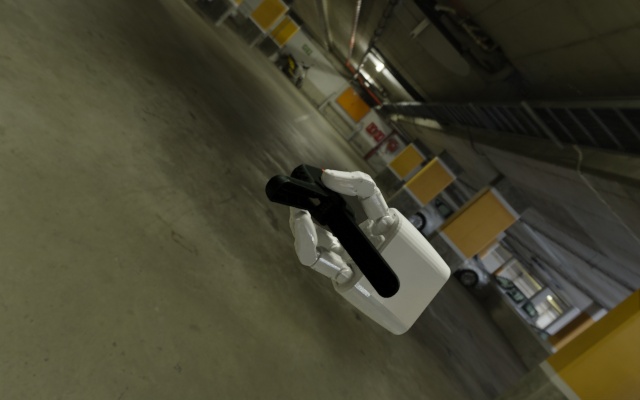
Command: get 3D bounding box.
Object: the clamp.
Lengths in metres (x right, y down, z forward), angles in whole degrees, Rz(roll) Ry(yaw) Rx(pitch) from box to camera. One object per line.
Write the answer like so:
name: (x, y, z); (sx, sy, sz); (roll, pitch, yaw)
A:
clamp: (0.001, 0.001, 0.517); (0.165, 0.036, 0.210); (42, 11, -24)
